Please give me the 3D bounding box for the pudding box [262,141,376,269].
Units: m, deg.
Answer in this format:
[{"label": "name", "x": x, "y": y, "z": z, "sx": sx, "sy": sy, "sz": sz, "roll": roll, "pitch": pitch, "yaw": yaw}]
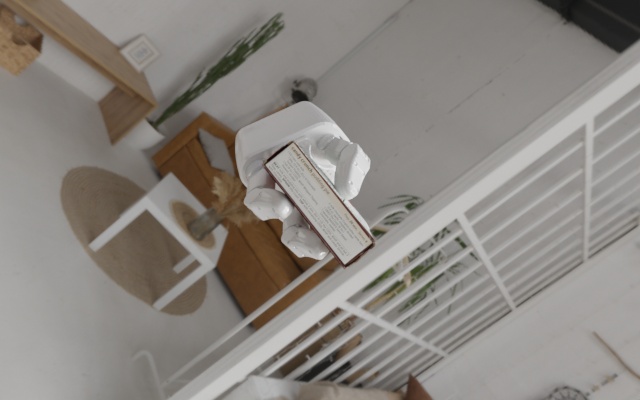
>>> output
[{"label": "pudding box", "x": 0.000, "y": 0.001, "z": 0.431, "sx": 0.039, "sy": 0.113, "sz": 0.090, "roll": -40, "pitch": 0, "yaw": 4}]
